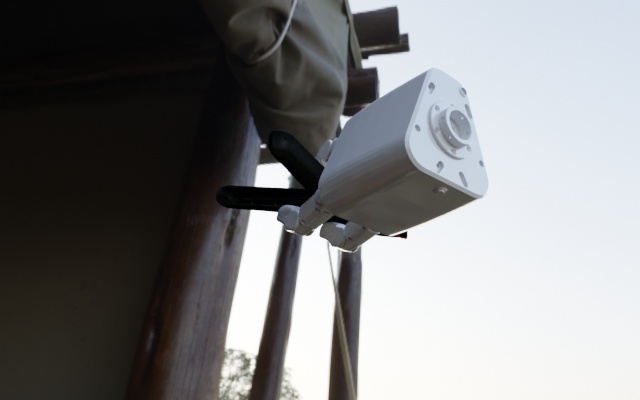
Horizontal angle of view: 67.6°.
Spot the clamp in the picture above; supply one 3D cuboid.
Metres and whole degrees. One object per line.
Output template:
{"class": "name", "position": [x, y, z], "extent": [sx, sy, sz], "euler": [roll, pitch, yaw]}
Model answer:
{"class": "clamp", "position": [0.001, 0.001, 0.507], "extent": [0.210, 0.036, 0.164], "euler": [22, -27, -29]}
